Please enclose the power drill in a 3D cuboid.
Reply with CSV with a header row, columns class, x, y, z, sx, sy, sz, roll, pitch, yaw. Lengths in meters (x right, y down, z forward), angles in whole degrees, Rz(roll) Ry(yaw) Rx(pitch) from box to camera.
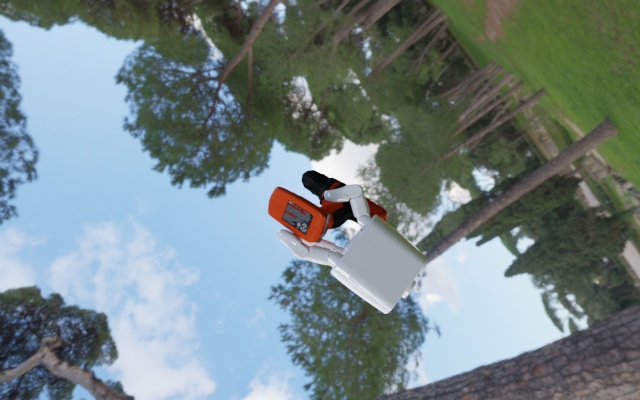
class,x,y,z,sx,sy,sz,roll,pitch,yaw
power drill,0.000,0.003,0.803,0.184,0.057,0.187,30,24,28
